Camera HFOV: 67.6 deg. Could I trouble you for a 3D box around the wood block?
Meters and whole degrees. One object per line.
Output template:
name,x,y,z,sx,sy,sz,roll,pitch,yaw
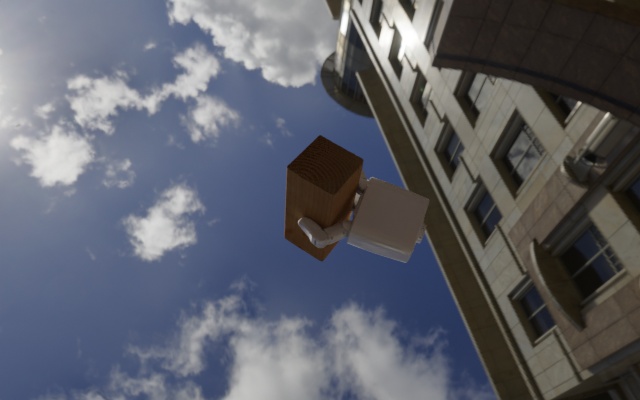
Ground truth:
wood block,0.000,0.003,0.817,0.090,0.090,0.206,31,-33,16
